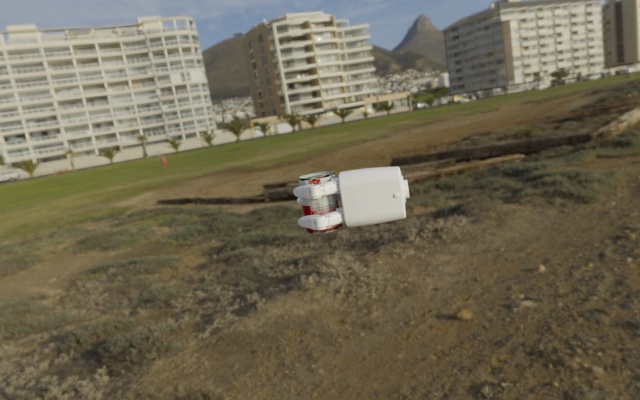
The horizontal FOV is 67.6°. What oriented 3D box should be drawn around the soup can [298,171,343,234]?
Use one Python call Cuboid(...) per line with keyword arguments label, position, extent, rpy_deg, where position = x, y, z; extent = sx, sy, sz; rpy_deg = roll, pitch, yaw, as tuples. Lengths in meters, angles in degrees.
Cuboid(label="soup can", position=(0.000, 0.003, 0.871), extent=(0.068, 0.102, 0.068), rpy_deg=(-9, 10, 2))
